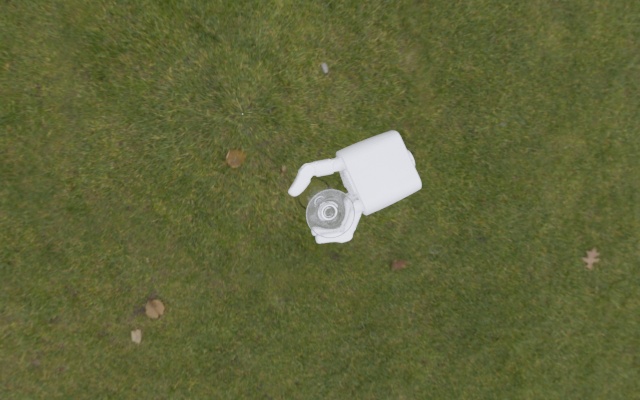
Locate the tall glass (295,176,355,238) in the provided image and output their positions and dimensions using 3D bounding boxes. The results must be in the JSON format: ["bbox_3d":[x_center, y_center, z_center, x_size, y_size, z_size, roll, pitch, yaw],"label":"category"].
[{"bbox_3d":[0.000,0.003,0.807,0.079,0.079,0.201,0,10,-9],"label":"tall glass"}]
